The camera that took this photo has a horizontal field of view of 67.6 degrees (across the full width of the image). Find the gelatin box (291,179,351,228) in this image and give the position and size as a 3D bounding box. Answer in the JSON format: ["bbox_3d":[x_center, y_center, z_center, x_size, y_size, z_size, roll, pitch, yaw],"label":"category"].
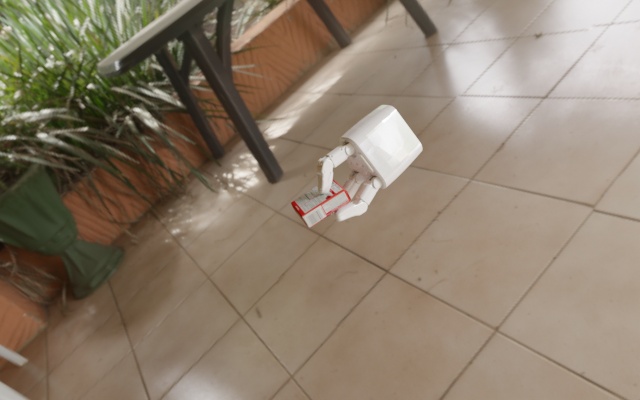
[{"bbox_3d":[0.000,0.003,0.831,0.089,0.030,0.073,-32,26,-6],"label":"gelatin box"}]
